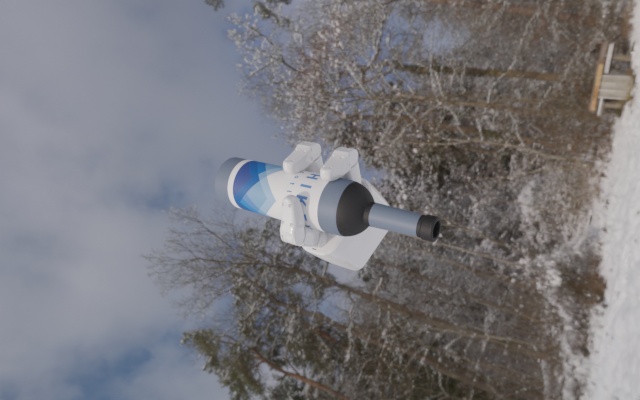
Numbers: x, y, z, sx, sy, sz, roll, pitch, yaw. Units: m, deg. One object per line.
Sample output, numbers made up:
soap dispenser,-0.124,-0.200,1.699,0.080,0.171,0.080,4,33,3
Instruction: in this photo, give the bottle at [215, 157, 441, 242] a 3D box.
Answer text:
bottle,0.000,0.002,0.575,0.295,0.069,0.069,13,7,33
